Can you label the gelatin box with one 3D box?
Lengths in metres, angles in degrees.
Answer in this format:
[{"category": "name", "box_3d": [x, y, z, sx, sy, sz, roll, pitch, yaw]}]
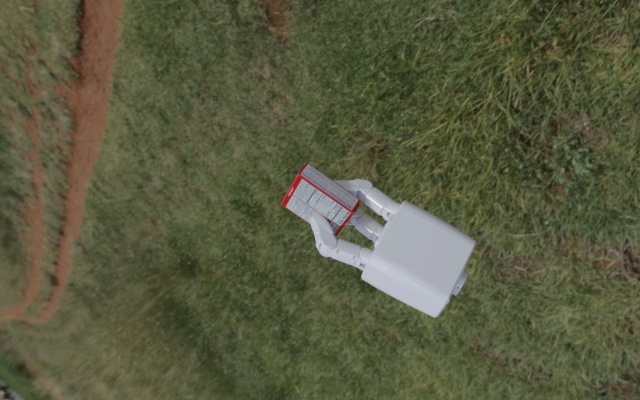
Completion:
[{"category": "gelatin box", "box_3d": [0.000, 0.002, 0.636, 0.089, 0.030, 0.073, 34, -39, 0]}]
